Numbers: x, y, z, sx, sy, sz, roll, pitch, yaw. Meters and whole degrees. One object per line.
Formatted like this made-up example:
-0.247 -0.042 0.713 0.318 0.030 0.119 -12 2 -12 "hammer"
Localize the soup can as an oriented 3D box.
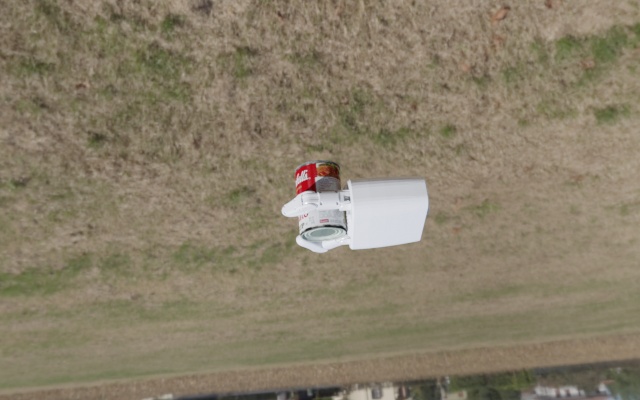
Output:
0.000 0.003 0.691 0.068 0.102 0.068 -5 -22 -2 "soup can"
